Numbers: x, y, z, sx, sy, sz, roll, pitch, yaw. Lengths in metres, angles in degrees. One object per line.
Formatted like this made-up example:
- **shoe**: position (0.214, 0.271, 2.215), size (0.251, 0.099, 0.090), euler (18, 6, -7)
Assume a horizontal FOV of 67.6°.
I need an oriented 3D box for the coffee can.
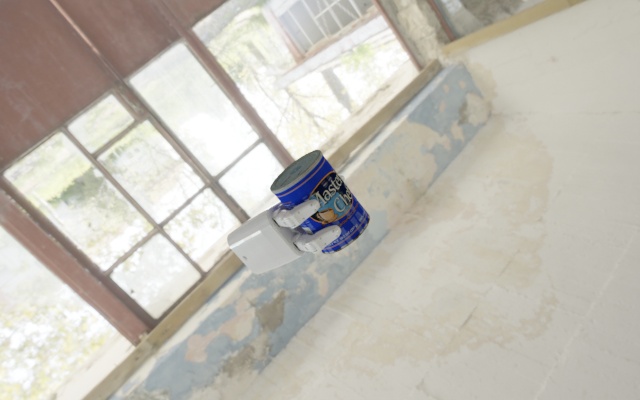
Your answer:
- **coffee can**: position (0.000, 0.002, 0.782), size (0.103, 0.140, 0.102), euler (-34, 18, 13)
